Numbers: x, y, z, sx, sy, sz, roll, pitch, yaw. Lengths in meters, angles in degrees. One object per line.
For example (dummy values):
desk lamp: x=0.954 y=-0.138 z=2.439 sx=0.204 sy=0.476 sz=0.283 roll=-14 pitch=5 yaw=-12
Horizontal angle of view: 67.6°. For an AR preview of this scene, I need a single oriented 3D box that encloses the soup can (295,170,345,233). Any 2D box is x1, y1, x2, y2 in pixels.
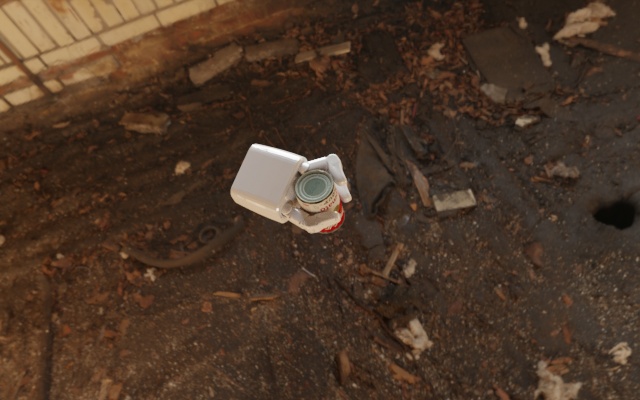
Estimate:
soup can: x=0.000 y=0.003 z=0.815 sx=0.068 sy=0.068 sz=0.102 roll=0 pitch=-32 yaw=14
